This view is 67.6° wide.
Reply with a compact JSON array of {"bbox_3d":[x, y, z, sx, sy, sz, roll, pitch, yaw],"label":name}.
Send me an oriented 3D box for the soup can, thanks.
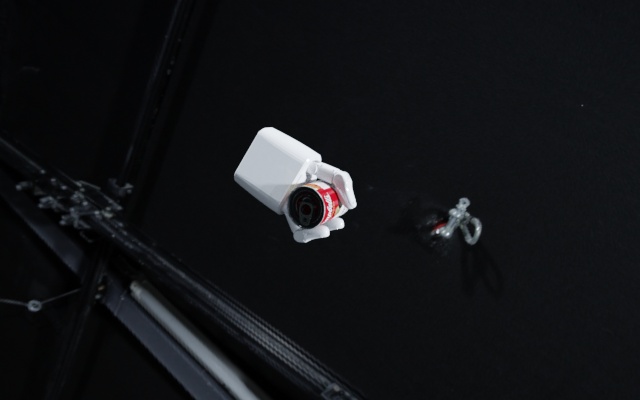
[{"bbox_3d":[0.001,0.003,0.773,0.068,0.068,0.102,0,10,29],"label":"soup can"}]
